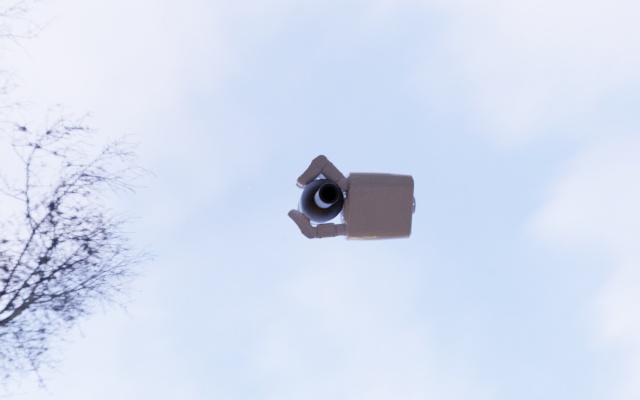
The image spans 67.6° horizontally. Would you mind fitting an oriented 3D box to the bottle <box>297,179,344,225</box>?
[{"bbox_3d":[0.000,0.003,0.767,0.069,0.069,0.296,0,-4,-4],"label":"bottle"}]
